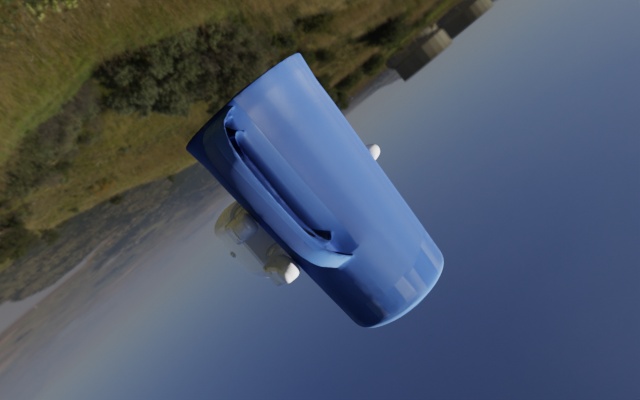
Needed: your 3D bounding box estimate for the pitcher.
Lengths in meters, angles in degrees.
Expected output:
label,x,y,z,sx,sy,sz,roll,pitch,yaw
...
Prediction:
label,x,y,z,sx,sy,sz,roll,pitch,yaw
pitcher,0.000,0.001,0.438,0.149,0.243,0.145,-44,8,-25
